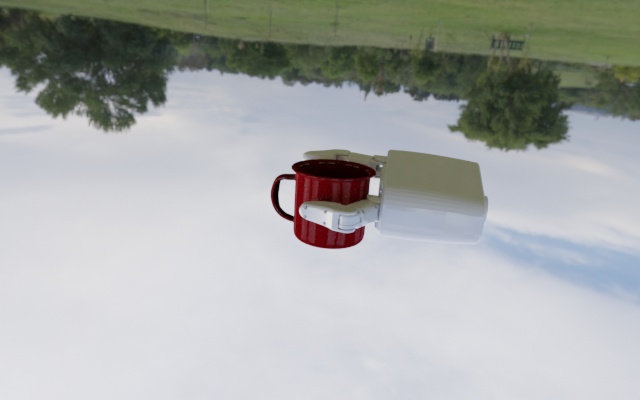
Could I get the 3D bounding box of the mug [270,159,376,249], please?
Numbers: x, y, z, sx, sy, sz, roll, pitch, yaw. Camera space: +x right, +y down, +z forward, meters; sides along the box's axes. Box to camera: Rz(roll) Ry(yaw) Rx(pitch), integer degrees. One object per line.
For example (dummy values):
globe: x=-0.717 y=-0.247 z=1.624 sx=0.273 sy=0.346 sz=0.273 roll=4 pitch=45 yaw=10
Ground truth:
mug: x=-0.001 y=0.002 z=0.537 sx=0.117 sy=0.081 sz=0.093 roll=7 pitch=17 yaw=9
